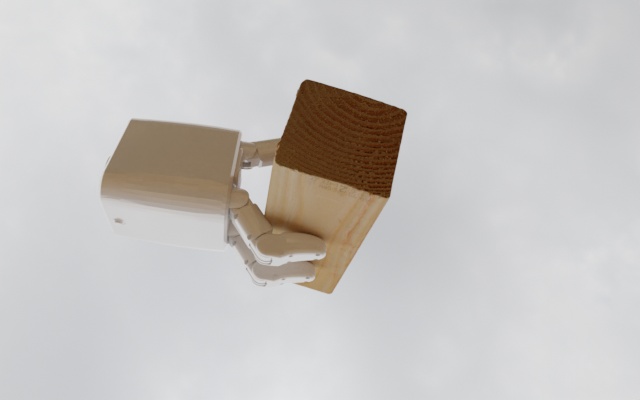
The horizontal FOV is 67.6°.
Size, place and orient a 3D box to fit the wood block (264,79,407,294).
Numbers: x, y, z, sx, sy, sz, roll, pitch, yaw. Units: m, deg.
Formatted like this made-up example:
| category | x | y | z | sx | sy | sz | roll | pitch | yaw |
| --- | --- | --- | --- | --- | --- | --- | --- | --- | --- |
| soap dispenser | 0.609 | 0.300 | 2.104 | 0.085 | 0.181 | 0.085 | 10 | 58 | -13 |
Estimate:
| category | x | y | z | sx | sy | sz | roll | pitch | yaw |
| --- | --- | --- | --- | --- | --- | --- | --- | --- | --- |
| wood block | 0.000 | 0.001 | 0.445 | 0.090 | 0.090 | 0.206 | 17 | -31 | -2 |
